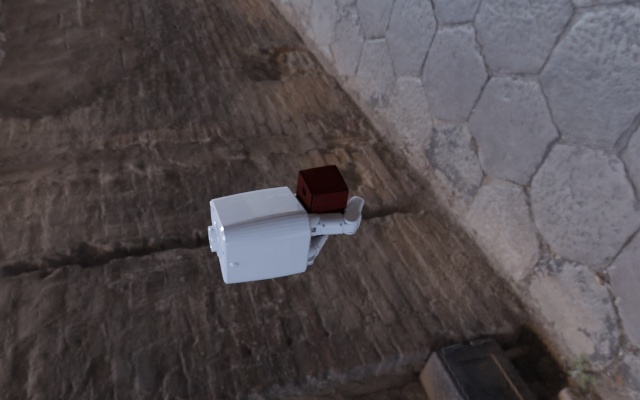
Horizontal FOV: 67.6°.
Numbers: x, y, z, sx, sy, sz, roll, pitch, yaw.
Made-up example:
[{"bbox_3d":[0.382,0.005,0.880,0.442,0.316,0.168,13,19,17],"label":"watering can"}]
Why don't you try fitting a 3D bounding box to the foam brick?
[{"bbox_3d":[0.000,0.002,0.620,0.051,0.078,0.053,-8,43,-18],"label":"foam brick"}]
